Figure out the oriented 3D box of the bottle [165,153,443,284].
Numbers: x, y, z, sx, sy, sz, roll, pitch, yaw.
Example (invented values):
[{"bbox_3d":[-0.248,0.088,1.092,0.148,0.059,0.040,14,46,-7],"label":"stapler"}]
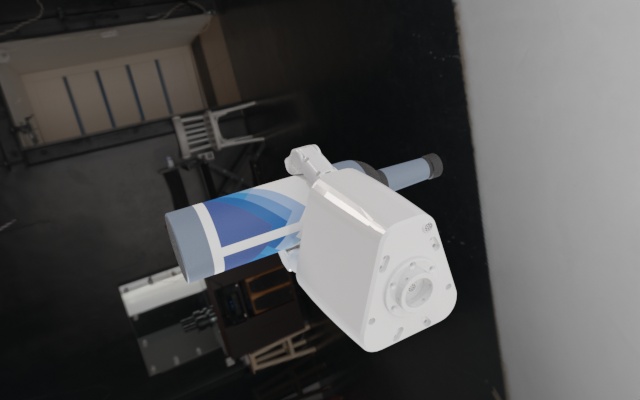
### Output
[{"bbox_3d":[0.000,0.002,0.484,0.295,0.069,0.069,-18,7,-22],"label":"bottle"}]
